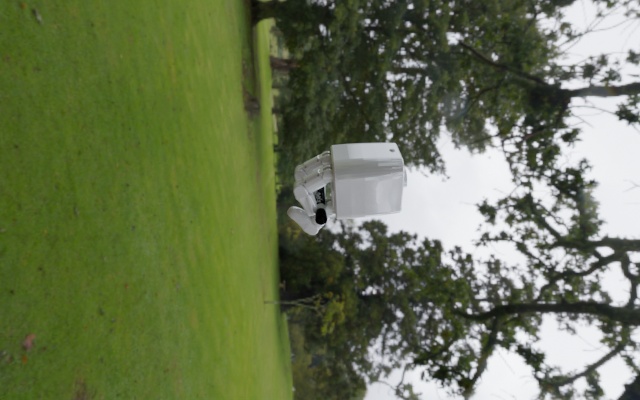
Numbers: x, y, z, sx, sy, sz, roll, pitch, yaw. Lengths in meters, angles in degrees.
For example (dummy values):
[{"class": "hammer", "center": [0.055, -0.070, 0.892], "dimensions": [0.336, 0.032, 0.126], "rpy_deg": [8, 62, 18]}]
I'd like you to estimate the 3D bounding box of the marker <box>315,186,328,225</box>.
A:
[{"class": "marker", "center": [0.000, 0.003, 0.770], "dimensions": [0.020, 0.020, 0.121], "rpy_deg": [0, 29, -1]}]
